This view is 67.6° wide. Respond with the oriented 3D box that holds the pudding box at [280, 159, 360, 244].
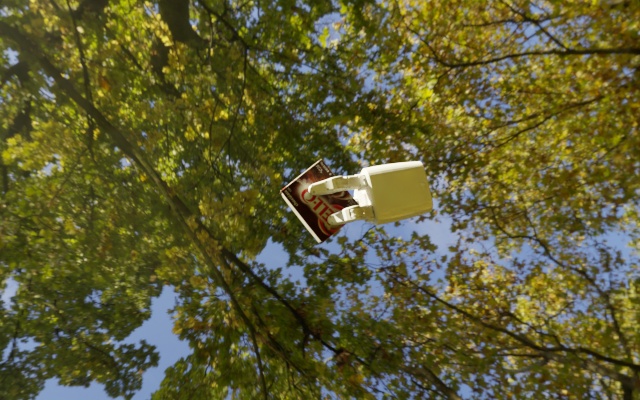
[{"bbox_3d":[0.000,0.003,0.805,0.090,0.113,0.039,-39,-3,-14],"label":"pudding box"}]
